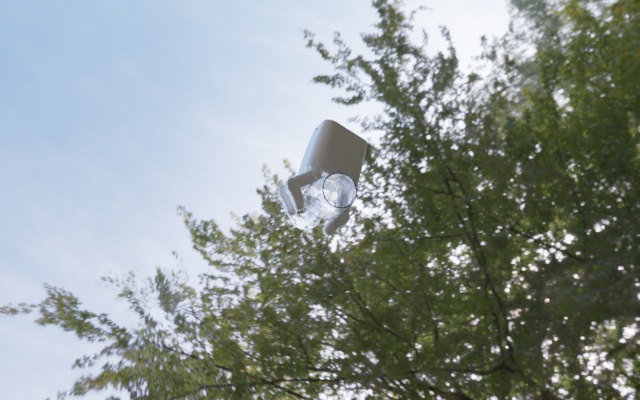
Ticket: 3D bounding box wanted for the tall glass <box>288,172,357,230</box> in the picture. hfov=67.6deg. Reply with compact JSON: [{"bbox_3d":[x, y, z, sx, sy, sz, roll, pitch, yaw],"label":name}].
[{"bbox_3d":[0.000,0.003,0.885,0.079,0.079,0.201,0,-11,-19],"label":"tall glass"}]
